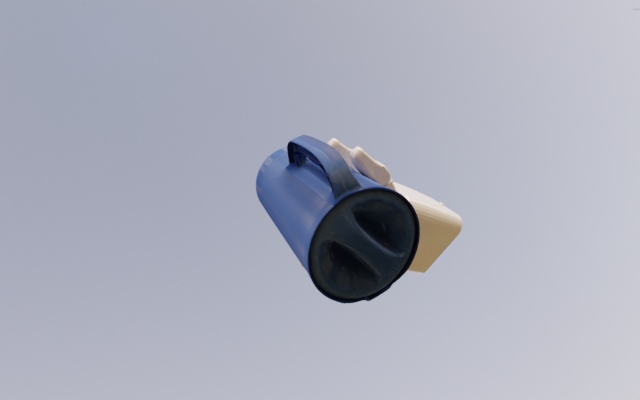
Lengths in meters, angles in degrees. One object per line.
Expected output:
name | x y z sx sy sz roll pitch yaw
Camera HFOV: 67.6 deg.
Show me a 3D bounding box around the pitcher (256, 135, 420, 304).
pitcher | 0.000 0.002 0.590 0.145 0.149 0.242 17 12 -30
